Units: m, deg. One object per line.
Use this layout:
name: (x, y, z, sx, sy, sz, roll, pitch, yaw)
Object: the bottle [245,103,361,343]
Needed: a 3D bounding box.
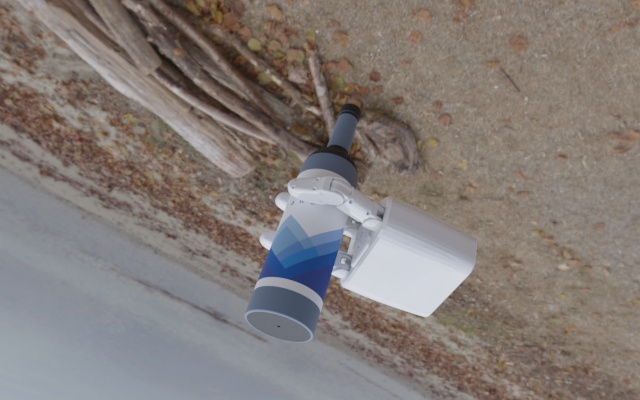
bottle: (0.000, 0.002, 0.521, 0.069, 0.295, 0.069, 12, -35, 9)
